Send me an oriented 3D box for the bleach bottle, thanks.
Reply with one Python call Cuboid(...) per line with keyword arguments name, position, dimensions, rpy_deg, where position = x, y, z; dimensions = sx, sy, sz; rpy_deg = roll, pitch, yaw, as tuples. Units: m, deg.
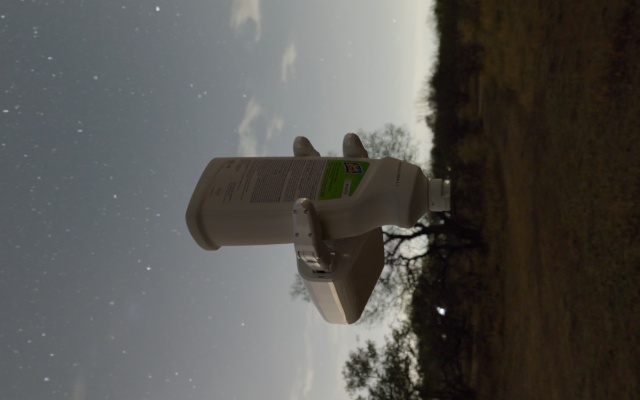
Cuboid(name="bleach bottle", position=(0.000, 0.001, 0.476), dimensions=(0.251, 0.102, 0.068), rpy_deg=(0, -40, 16))
